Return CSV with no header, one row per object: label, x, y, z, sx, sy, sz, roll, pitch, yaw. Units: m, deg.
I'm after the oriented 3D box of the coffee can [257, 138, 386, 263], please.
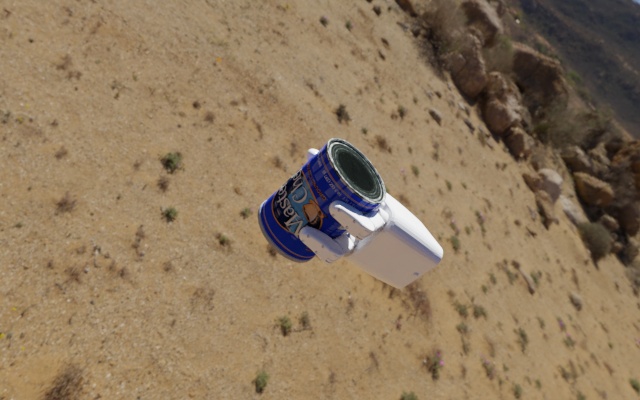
coffee can,0.000,0.002,0.625,0.140,0.102,0.103,-41,-23,28
